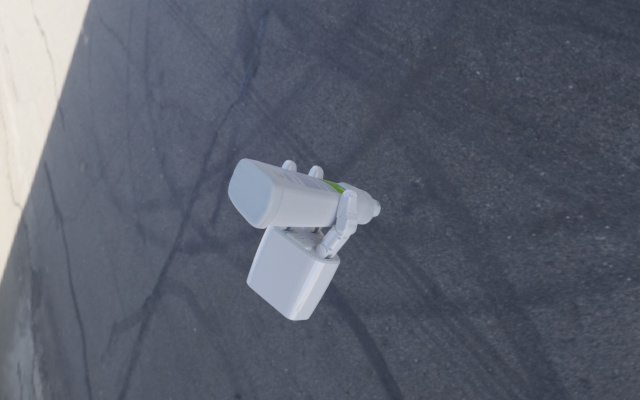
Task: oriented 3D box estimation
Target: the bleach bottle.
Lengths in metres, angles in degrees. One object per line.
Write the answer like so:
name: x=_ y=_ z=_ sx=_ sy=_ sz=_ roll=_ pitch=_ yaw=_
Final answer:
bleach bottle: x=0.000 y=0.002 z=0.678 sx=0.251 sy=0.068 sz=0.102 roll=9 pitch=23 yaw=-43
